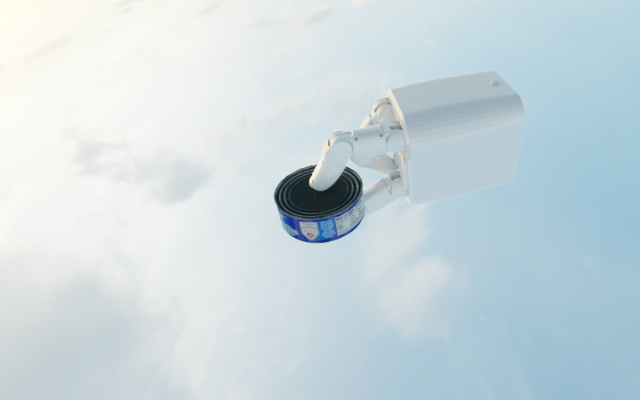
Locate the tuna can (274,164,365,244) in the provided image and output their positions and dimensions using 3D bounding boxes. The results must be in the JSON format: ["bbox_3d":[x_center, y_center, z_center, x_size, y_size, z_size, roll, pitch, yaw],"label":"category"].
[{"bbox_3d":[0.000,0.002,0.463,0.086,0.034,0.086,-7,38,5],"label":"tuna can"}]
